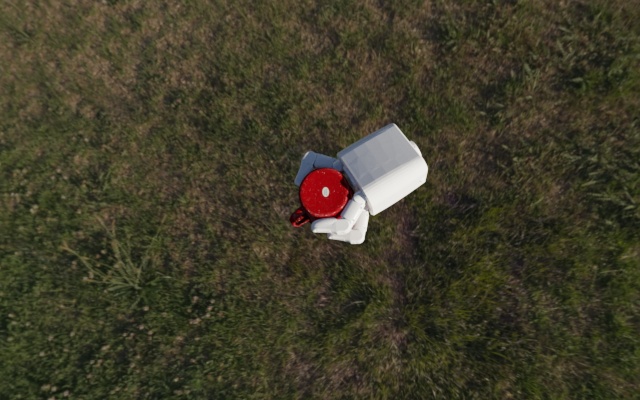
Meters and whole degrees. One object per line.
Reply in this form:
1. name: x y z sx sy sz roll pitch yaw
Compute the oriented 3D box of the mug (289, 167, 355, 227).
1. mug: -0.001 0.003 0.770 0.117 0.093 0.081 -32 -17 -1
